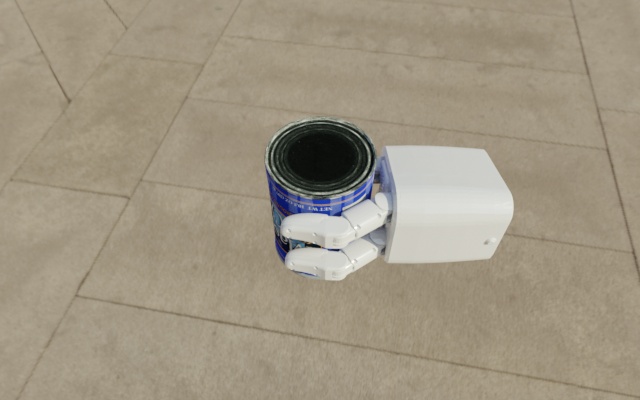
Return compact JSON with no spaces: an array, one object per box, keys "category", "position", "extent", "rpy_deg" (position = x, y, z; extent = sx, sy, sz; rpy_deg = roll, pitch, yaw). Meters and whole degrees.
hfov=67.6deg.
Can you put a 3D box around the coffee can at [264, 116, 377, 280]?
[{"category":"coffee can","position":[0.000,0.002,0.486],"extent":[0.103,0.102,0.140],"rpy_deg":[0,-39,0]}]
